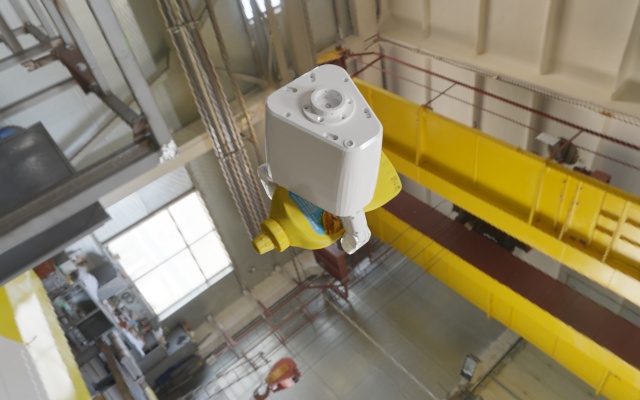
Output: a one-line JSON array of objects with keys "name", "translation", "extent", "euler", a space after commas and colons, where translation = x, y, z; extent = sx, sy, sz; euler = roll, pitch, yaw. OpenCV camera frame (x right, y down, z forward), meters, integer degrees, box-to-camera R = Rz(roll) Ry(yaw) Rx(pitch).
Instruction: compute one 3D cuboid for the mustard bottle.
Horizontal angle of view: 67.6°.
[{"name": "mustard bottle", "translation": [0.000, 0.002, 0.570], "extent": [0.191, 0.096, 0.058], "euler": [-35, -1, -22]}]
